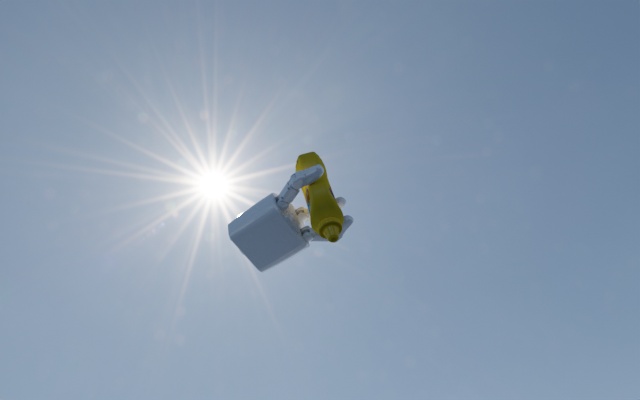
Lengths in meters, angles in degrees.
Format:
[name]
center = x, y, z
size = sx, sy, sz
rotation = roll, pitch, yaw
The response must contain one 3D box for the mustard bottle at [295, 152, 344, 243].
[mustard bottle]
center = 0.000, 0.002, 0.843
size = 0.058, 0.096, 0.191
rotation = -14, 41, -4
